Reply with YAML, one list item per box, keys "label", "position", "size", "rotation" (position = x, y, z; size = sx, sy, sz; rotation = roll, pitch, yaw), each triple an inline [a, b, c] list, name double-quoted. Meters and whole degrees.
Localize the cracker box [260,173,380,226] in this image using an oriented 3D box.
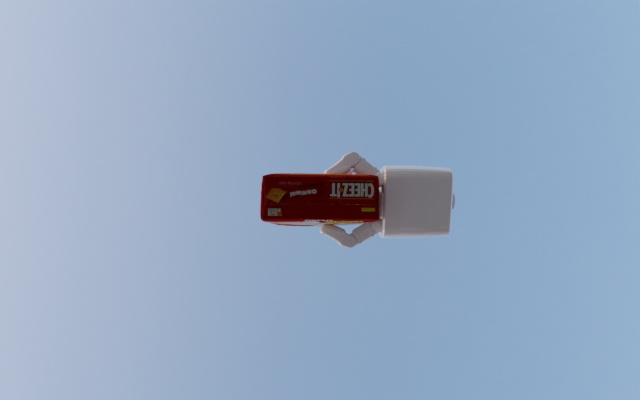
- label: "cracker box"
  position: [0.000, 0.003, 0.753]
  size: [0.164, 0.072, 0.214]
  rotation: [0, -5, 0]
